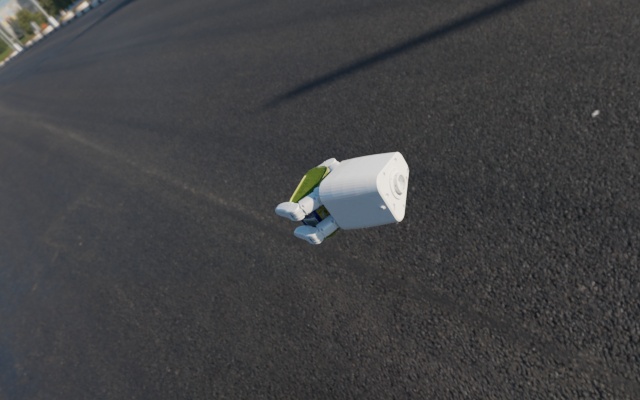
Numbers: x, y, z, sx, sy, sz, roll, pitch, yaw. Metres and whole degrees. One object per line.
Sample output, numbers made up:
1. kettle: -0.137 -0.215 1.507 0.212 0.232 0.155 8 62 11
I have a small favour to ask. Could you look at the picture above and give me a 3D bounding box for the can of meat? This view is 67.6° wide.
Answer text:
1. can of meat: 0.000 0.002 0.830 0.057 0.102 0.084 -5 -46 39
